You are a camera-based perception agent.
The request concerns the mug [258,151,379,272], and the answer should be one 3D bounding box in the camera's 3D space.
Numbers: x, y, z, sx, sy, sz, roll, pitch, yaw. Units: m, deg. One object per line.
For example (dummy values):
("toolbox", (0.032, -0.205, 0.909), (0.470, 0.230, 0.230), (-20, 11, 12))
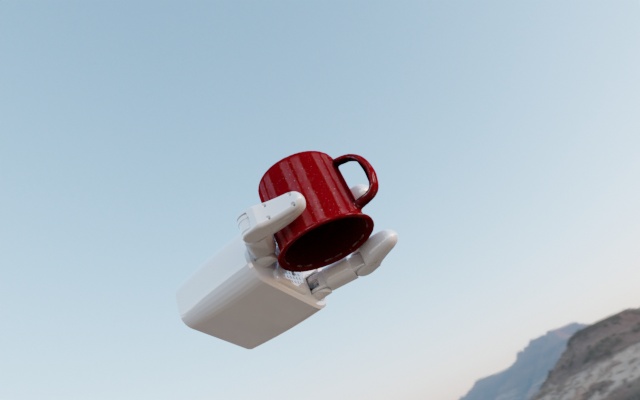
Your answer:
("mug", (0.001, 0.000, 0.441), (0.117, 0.081, 0.093), (-37, -31, 21))
